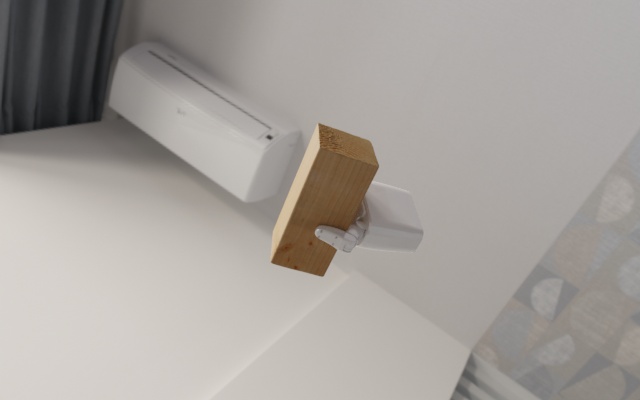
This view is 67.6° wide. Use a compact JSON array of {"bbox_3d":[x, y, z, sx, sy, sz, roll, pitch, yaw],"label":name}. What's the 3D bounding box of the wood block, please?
[{"bbox_3d":[0.000,0.003,0.723,0.090,0.206,0.090,17,28,-13],"label":"wood block"}]
